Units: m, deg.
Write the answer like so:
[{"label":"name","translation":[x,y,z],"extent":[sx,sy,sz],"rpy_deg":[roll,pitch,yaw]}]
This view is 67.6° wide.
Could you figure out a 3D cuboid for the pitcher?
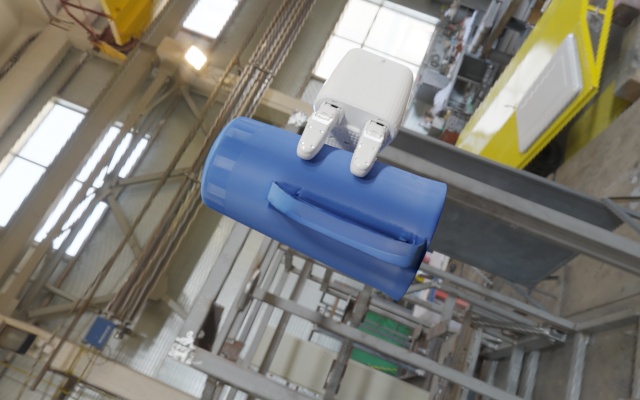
[{"label":"pitcher","translation":[0.000,0.002,0.505],"extent":[0.243,0.145,0.149],"rpy_deg":[22,-34,5]}]
